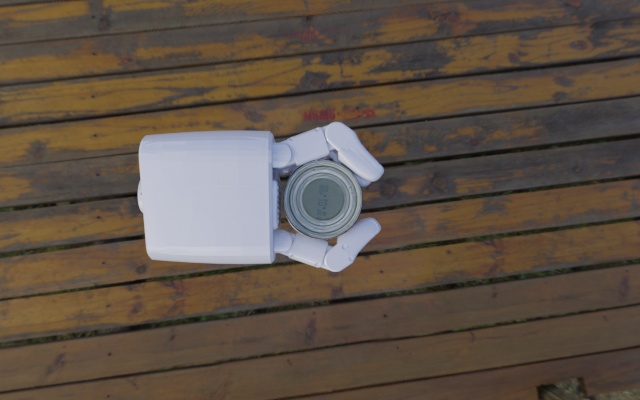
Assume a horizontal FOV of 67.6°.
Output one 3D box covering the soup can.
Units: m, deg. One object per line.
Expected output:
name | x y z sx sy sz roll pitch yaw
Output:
soup can | 0.001 0.002 0.438 0.068 0.068 0.102 0 -3 -2
